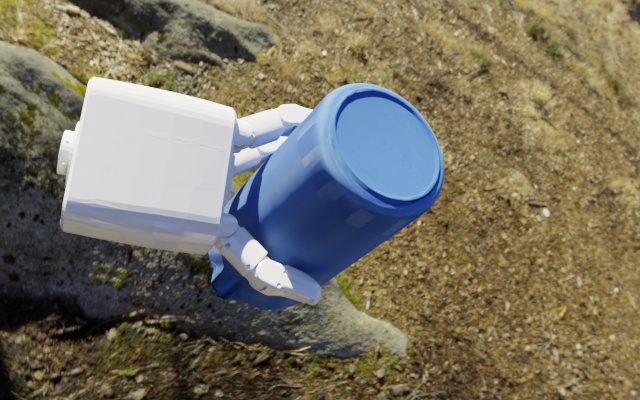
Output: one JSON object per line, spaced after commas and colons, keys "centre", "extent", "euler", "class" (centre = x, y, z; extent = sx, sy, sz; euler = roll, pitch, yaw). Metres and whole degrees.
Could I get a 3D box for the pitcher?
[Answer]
{"centre": [0.000, 0.001, 0.432], "extent": [0.145, 0.149, 0.243], "euler": [12, -28, -24], "class": "pitcher"}
